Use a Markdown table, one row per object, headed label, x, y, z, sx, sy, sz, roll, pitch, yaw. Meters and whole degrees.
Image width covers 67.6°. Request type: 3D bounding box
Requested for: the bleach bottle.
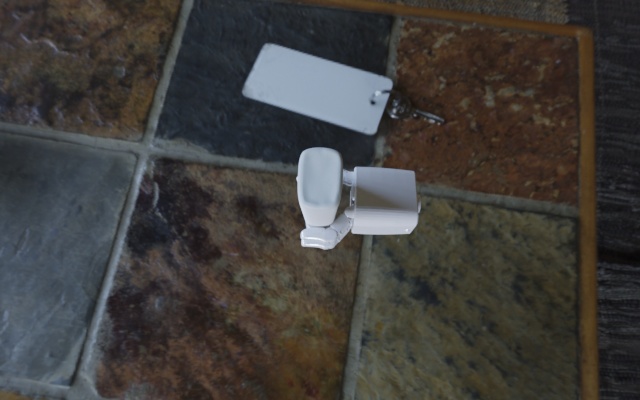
| label | x | y | z | sx | sy | sz | roll | pitch | yaw |
| --- | --- | --- | --- | --- | --- | --- | --- | --- | --- |
| bleach bottle | 0.000 | 0.003 | 0.824 | 0.068 | 0.102 | 0.251 | 3 | -16 | 1 |
